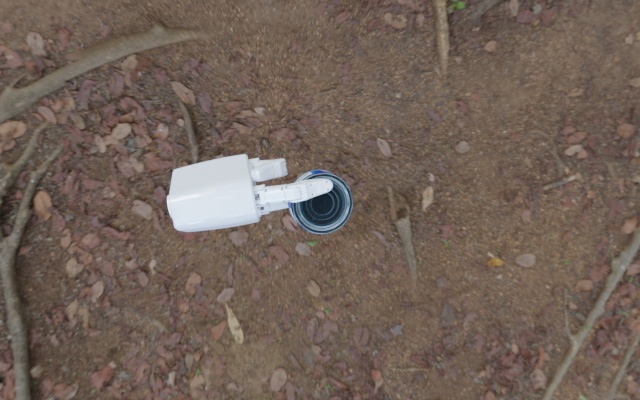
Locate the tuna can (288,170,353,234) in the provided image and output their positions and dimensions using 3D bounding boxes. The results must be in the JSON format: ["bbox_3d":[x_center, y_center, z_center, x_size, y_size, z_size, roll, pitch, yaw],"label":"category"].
[{"bbox_3d":[0.000,0.002,0.648,0.086,0.086,0.033,0,8,-12],"label":"tuna can"}]
